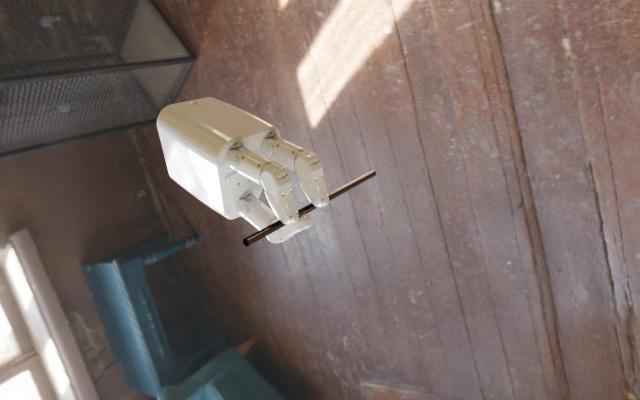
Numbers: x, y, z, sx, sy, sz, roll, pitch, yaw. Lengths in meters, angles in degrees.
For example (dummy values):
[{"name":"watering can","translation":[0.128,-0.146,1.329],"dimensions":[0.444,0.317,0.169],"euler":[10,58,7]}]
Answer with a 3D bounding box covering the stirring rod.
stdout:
[{"name":"stirring rod","translation":[0.000,0.002,0.534],"dimensions":[0.011,0.011,0.239],"euler":[0,18,38]}]
